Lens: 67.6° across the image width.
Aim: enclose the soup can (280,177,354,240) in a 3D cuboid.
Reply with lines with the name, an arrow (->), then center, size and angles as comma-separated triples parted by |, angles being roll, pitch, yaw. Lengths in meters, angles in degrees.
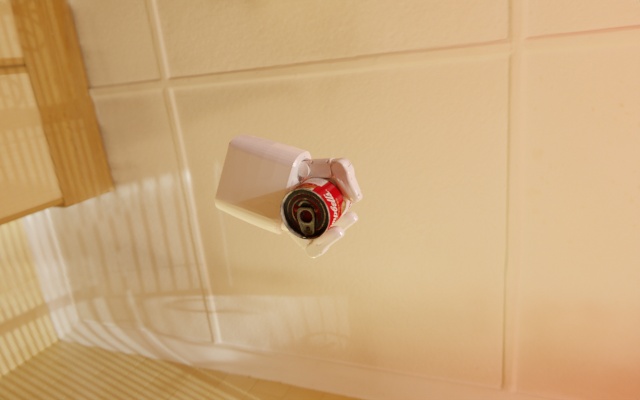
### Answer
soup can -> 0.001, 0.002, 0.635 | 0.068, 0.068, 0.102 | 0, 18, 25
